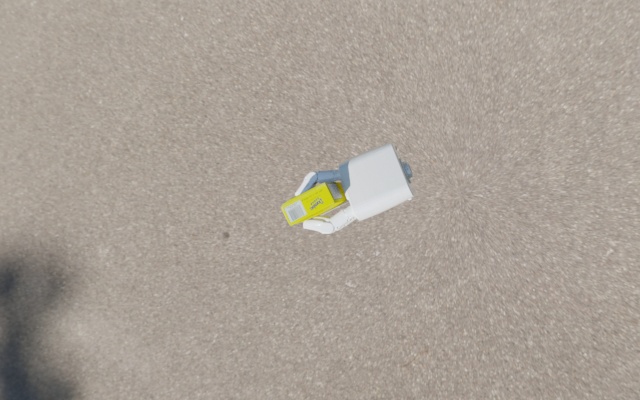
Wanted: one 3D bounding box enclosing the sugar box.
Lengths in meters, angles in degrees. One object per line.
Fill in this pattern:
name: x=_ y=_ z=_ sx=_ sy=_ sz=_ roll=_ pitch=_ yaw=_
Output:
sugar box: x=0.000 y=0.003 z=0.895 sx=0.093 sy=0.048 sz=0.176 roll=-27 pitch=-7 yaw=15
